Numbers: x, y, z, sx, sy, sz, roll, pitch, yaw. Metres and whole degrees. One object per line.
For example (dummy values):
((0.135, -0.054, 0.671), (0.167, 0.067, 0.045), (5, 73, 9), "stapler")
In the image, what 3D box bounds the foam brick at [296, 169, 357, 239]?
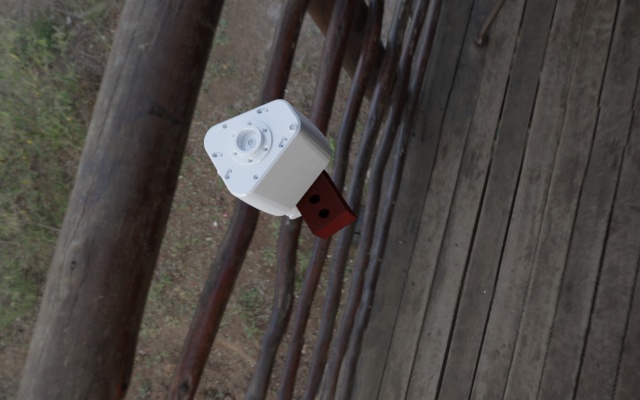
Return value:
((0.000, 0.002, 0.603), (0.053, 0.078, 0.051), (-36, -19, 7), "foam brick")
